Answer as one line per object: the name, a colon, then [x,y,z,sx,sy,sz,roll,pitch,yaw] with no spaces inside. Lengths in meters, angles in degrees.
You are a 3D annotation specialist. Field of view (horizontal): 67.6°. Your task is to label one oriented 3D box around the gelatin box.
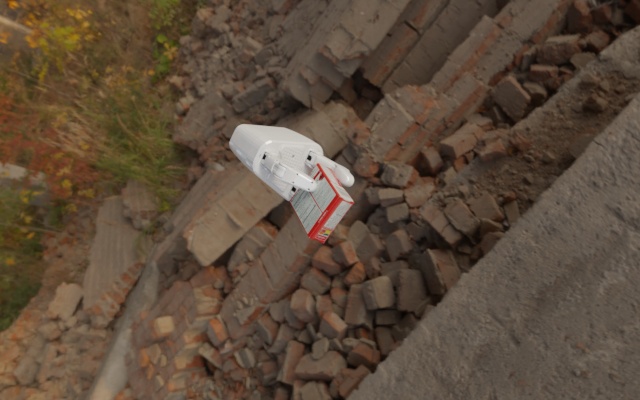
gelatin box: [0.000,0.002,0.655,0.030,0.073,0.089,22,23,-35]
